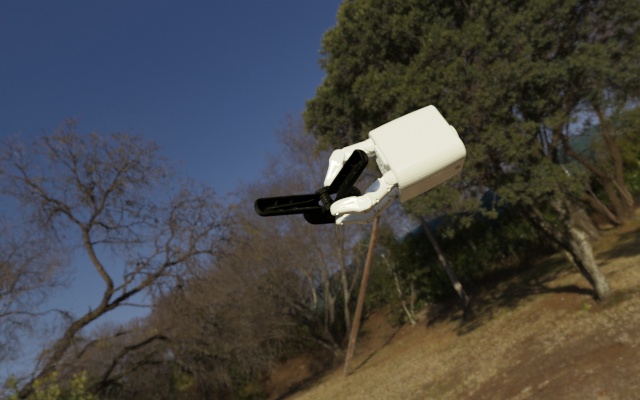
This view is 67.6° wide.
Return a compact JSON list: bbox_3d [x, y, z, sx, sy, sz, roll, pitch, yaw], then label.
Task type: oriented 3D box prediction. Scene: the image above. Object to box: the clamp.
[{"bbox_3d":[0.000,0.002,0.705,0.164,0.036,0.210,-23,-20,2],"label":"clamp"}]
